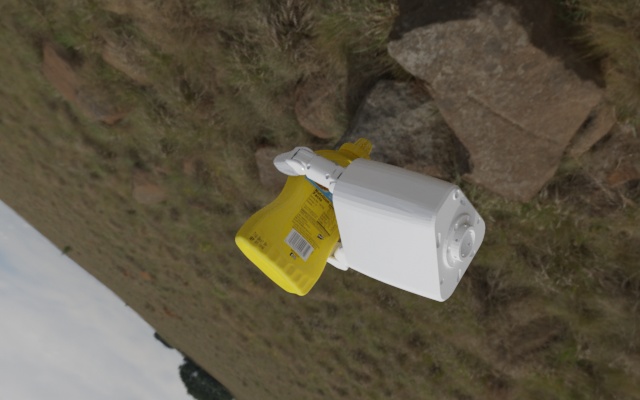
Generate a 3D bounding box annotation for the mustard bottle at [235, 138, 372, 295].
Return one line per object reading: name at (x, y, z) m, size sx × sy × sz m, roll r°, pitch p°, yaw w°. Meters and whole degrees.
mustard bottle at (0.000, 0.002, 0.527) m, size 0.096 × 0.191 × 0.058 m, roll 47°, pitch -23°, yaw -20°
